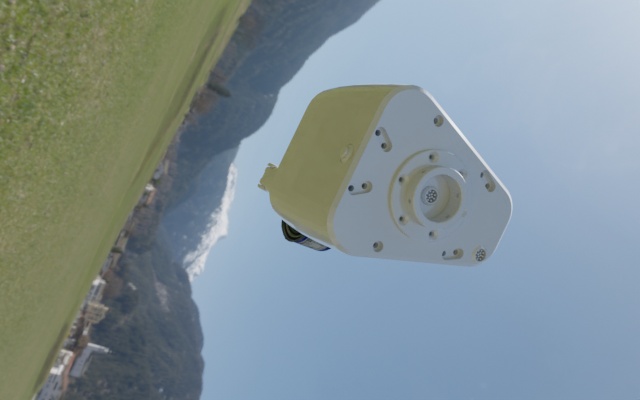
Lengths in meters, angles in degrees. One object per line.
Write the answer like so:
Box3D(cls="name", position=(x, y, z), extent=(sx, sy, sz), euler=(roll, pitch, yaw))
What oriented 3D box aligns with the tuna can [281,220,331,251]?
Box3D(cls="tuna can", position=(0.001, 0.002, 0.430), extent=(0.034, 0.086, 0.086), euler=(23, -10, -25))
